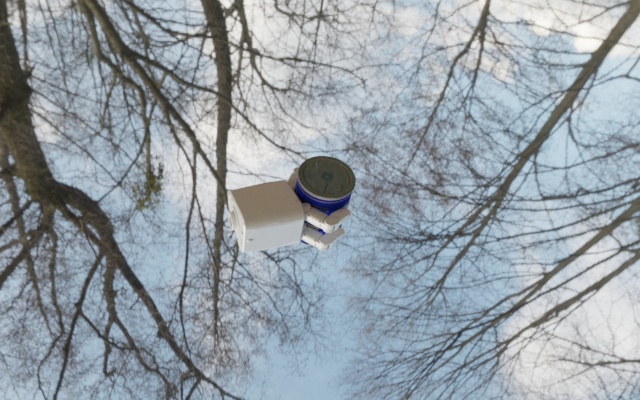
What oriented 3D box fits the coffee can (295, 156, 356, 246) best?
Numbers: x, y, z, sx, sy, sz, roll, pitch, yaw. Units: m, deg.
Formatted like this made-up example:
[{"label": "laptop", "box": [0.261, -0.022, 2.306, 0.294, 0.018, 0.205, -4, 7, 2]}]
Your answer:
[{"label": "coffee can", "box": [0.000, 0.003, 0.878, 0.103, 0.102, 0.140, 0, -41, -12]}]
